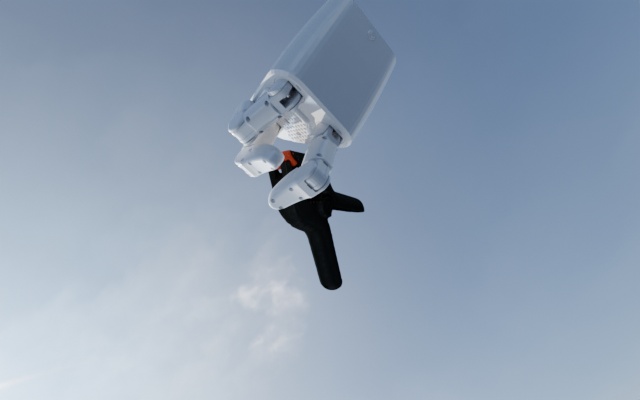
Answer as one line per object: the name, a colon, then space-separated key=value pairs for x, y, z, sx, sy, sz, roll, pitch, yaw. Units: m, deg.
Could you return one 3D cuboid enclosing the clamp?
clamp: x=-0.001 y=0.002 z=0.518 sx=0.039 sy=0.172 sz=0.120 roll=-6 pitch=41 yaw=26
